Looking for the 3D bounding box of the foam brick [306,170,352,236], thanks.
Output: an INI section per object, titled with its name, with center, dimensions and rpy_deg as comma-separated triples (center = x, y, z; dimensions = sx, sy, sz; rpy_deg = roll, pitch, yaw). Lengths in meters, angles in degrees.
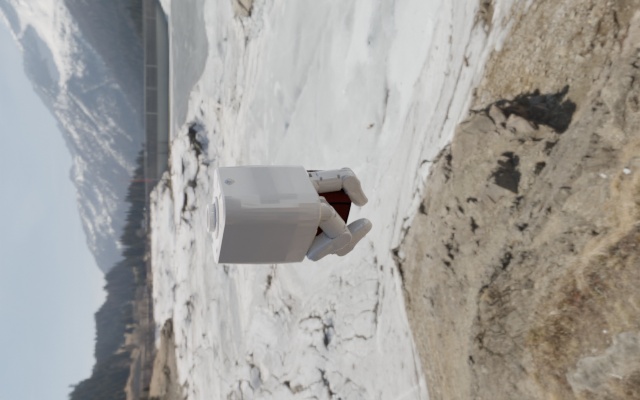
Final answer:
[foam brick]
center = 0.000, 0.002, 0.611
dimensions = 0.051, 0.053, 0.078
rpy_deg = -1, 34, -19
